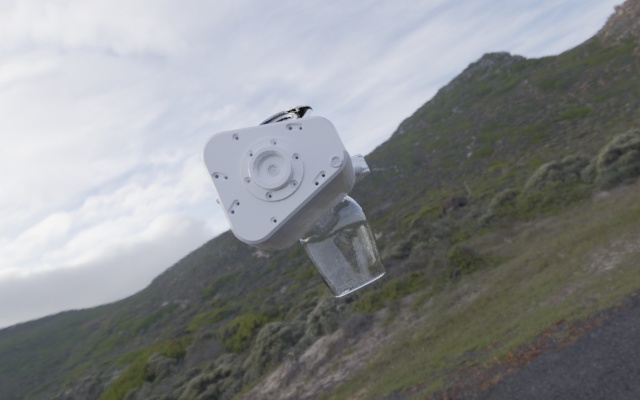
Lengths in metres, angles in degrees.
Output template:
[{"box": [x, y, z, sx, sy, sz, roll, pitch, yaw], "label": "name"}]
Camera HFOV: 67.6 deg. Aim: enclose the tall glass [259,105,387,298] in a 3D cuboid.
[{"box": [0.000, 0.001, 0.520, 0.079, 0.201, 0.079, -25, -8, -4], "label": "tall glass"}]
